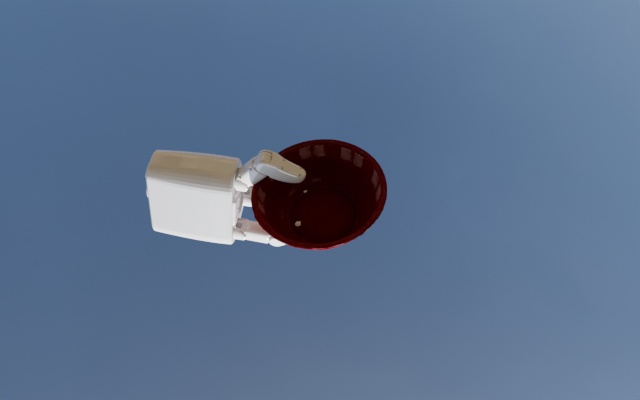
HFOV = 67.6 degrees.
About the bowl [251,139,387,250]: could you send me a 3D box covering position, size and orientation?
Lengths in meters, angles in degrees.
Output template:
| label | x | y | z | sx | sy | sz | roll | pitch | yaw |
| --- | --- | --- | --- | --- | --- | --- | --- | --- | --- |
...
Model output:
| label | x | y | z | sx | sy | sz | roll | pitch | yaw |
| --- | --- | --- | --- | --- | --- | --- | --- | --- | --- |
| bowl | 0.001 | 0.002 | 0.581 | 0.162 | 0.162 | 0.055 | 0 | -36 | 8 |
